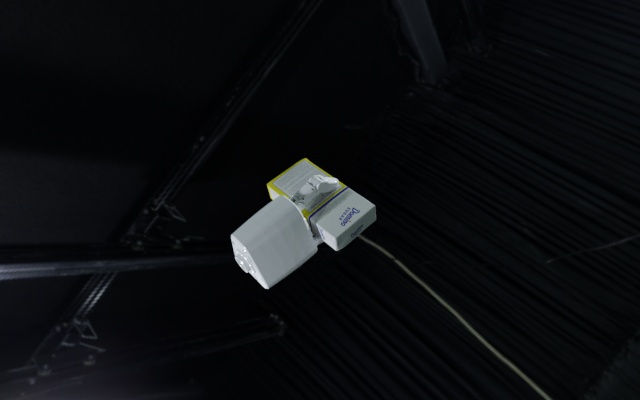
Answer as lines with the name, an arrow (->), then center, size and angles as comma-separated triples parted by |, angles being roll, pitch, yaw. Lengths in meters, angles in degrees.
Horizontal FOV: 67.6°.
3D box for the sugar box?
sugar box -> 0.000, 0.003, 0.816 | 0.093, 0.048, 0.176 | -37, 56, -22
